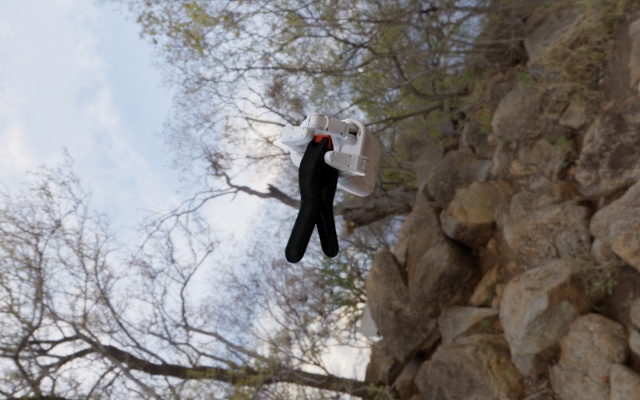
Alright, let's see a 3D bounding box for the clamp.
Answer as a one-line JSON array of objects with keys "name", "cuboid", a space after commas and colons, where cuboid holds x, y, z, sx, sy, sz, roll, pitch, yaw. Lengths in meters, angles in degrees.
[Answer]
[{"name": "clamp", "cuboid": [0.000, 0.002, 0.636, 0.039, 0.171, 0.120, 7, -7, 22]}]
